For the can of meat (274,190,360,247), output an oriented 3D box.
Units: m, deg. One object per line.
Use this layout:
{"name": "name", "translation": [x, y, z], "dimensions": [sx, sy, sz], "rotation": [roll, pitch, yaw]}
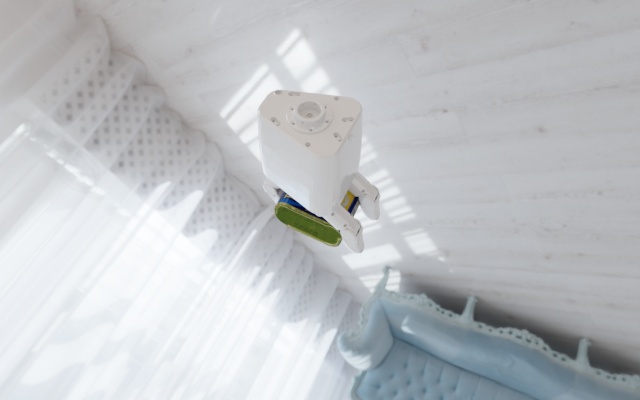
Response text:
{"name": "can of meat", "translation": [0.000, 0.002, 0.634], "dimensions": [0.102, 0.084, 0.057], "rotation": [24, -30, 9]}
